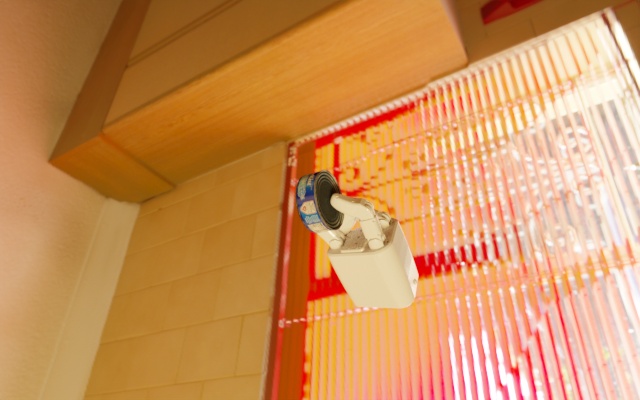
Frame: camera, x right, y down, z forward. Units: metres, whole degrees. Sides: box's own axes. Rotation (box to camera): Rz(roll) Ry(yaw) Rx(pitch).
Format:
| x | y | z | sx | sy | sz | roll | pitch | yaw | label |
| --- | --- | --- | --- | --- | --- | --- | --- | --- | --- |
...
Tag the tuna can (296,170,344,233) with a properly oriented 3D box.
| x | y | z | sx | sy | sz | roll | pitch | yaw | label |
| --- | --- | --- | --- | --- | --- | --- | --- | --- | --- |
| 0.000 | 0.002 | 0.668 | 0.034 | 0.086 | 0.086 | -12 | -6 | 26 | tuna can |
